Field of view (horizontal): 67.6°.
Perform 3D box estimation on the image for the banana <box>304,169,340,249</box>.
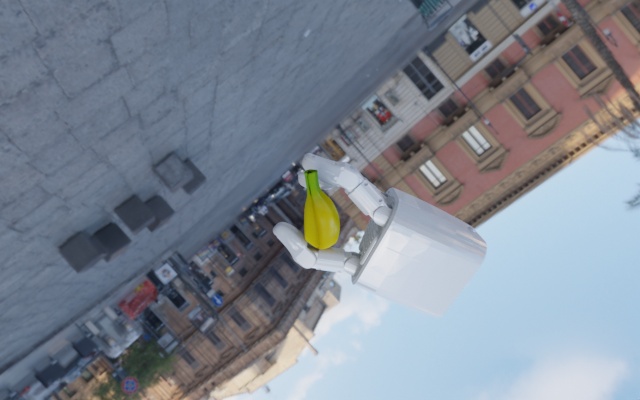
[{"bbox_3d":[0.000,0.020,0.523,0.037,0.069,0.198,0,-9,-2],"label":"banana"}]
